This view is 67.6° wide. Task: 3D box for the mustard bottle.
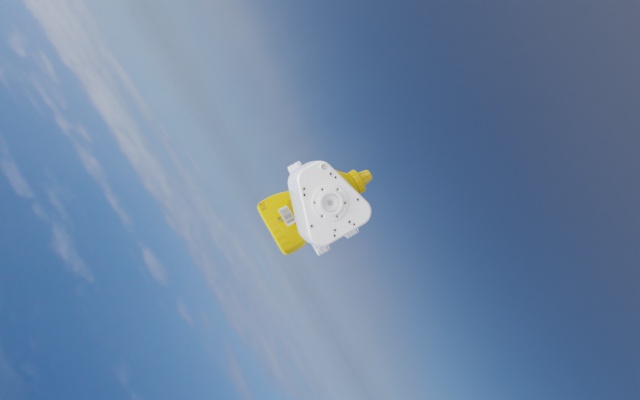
[{"bbox_3d":[0.000,0.003,0.786,0.191,0.096,0.058,-30,-18,-7],"label":"mustard bottle"}]
